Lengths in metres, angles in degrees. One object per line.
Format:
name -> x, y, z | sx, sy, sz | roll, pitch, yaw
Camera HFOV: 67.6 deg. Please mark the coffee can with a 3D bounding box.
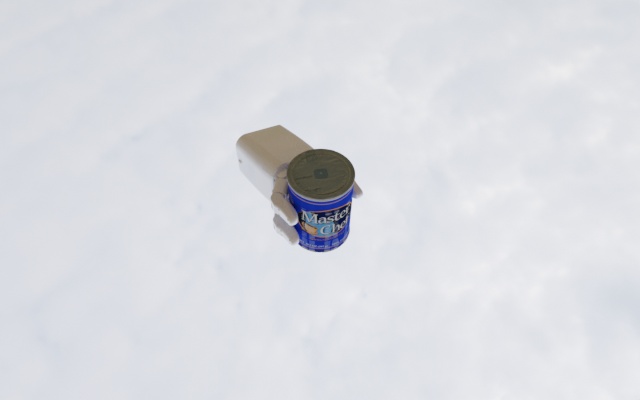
coffee can -> 0.000, 0.002, 0.762 | 0.103, 0.102, 0.140 | 0, -39, -1
